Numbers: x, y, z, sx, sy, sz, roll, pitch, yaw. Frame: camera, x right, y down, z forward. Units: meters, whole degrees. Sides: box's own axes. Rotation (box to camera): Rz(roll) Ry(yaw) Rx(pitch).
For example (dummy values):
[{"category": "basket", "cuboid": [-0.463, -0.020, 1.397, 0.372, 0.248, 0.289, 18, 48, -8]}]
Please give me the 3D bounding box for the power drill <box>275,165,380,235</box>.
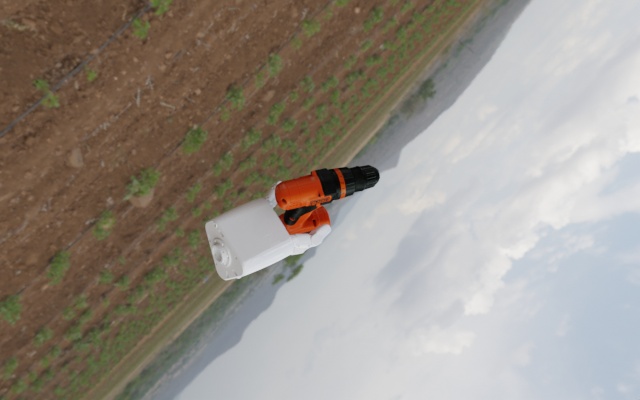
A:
[{"category": "power drill", "cuboid": [0.000, 0.003, 0.851, 0.184, 0.057, 0.188, -12, -23, -18]}]
